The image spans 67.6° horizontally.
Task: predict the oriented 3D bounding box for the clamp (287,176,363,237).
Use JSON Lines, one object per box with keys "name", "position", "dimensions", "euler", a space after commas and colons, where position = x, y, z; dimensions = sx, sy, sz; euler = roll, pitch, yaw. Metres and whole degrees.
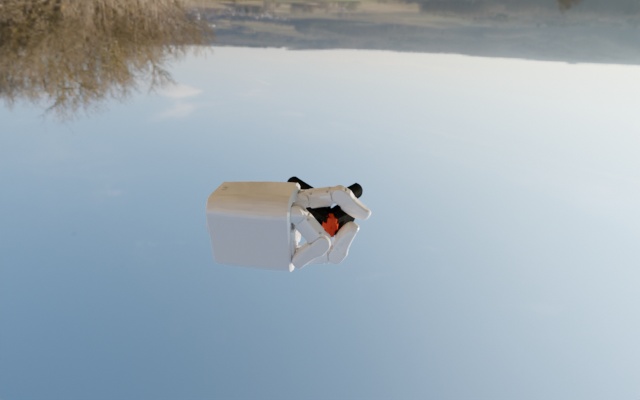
{"name": "clamp", "position": [0.000, 0.003, 0.696], "dimensions": [0.120, 0.039, 0.171], "euler": [3, 19, 5]}
